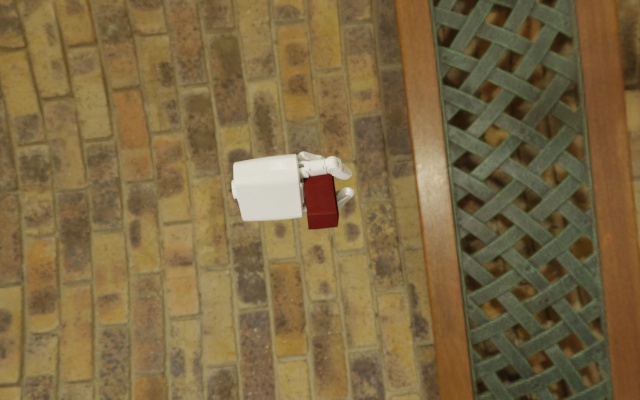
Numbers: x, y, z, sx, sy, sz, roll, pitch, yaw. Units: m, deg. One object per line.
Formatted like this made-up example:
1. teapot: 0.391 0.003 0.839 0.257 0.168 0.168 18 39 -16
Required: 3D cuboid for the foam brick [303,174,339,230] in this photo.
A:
1. foam brick: 0.000 0.003 0.791 0.051 0.078 0.053 -6 -29 -3
